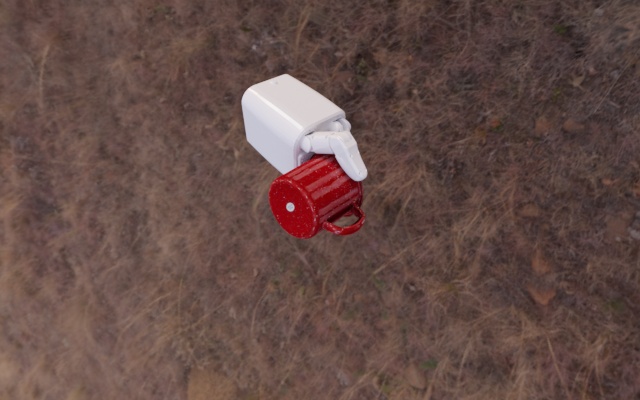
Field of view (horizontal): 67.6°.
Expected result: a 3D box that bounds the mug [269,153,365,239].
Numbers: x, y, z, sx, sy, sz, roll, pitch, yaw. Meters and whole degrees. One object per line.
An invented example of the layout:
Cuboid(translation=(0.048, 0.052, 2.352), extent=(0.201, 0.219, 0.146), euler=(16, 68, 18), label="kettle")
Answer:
Cuboid(translation=(0.001, 0.003, 0.578), extent=(0.117, 0.093, 0.081), euler=(40, 47, 22), label="mug")
